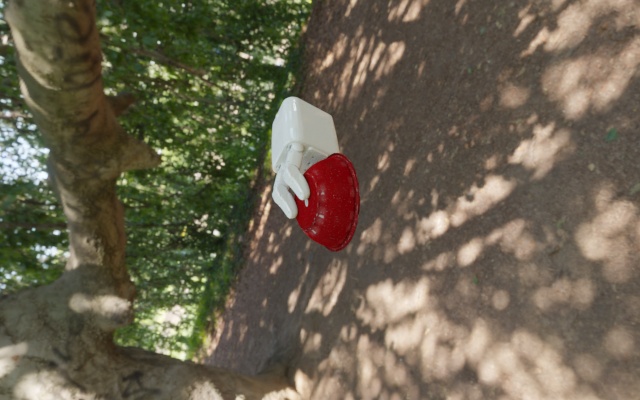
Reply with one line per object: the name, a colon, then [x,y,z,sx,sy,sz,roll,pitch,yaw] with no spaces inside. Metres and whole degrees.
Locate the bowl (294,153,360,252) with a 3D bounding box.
bowl: [0.000,0.003,0.766,0.055,0.162,0.162,1,-1,-27]
